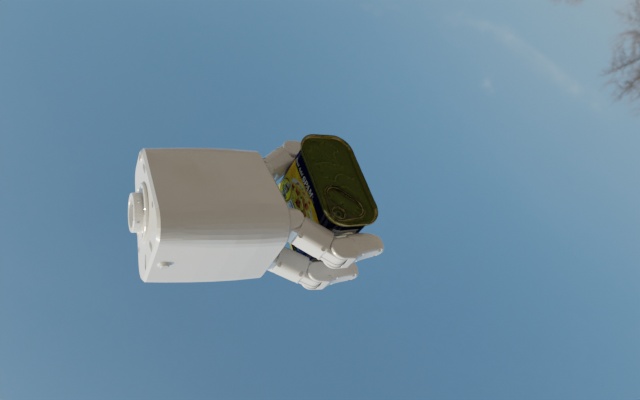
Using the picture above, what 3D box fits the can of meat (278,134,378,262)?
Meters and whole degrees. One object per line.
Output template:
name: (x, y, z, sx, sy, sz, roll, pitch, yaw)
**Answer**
can of meat: (0.000, 0.002, 0.466, 0.057, 0.102, 0.084, -2, -32, -32)
